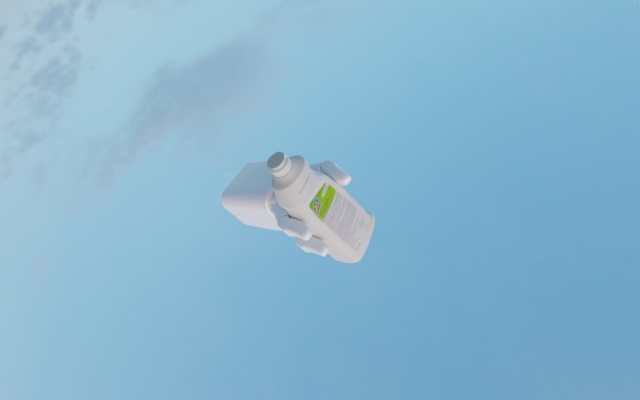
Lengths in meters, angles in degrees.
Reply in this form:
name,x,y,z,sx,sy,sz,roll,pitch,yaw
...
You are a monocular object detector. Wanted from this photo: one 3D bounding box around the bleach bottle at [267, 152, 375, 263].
name,x,y,z,sx,sy,sz,roll,pitch,yaw
bleach bottle,0.000,0.003,0.741,0.068,0.102,0.251,3,-29,34
